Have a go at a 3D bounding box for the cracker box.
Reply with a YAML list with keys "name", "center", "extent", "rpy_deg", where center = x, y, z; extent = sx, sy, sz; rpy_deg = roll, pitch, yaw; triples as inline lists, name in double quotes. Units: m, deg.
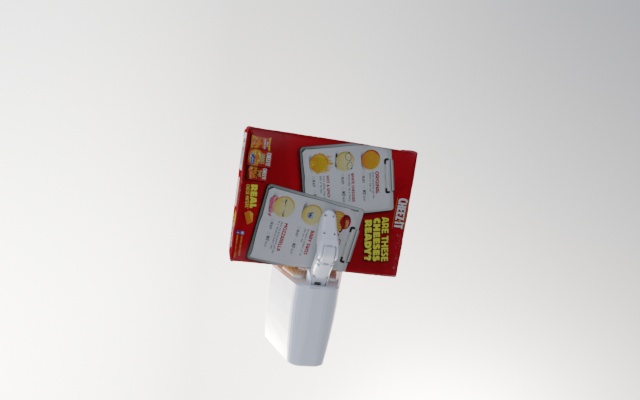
- name: "cracker box"
  center: [0.000, 0.002, 0.609]
  extent: [0.214, 0.164, 0.072]
  rpy_deg: [7, 8, -13]
